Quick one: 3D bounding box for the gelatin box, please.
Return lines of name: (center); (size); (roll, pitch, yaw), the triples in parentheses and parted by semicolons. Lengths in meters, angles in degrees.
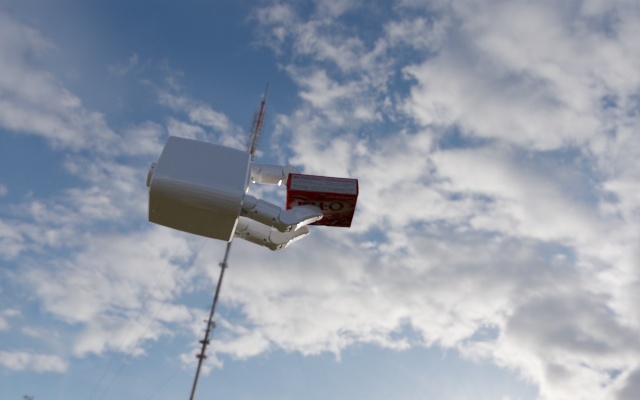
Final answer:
gelatin box: (0.000, 0.002, 0.609); (0.089, 0.030, 0.073); (4, -37, -3)
